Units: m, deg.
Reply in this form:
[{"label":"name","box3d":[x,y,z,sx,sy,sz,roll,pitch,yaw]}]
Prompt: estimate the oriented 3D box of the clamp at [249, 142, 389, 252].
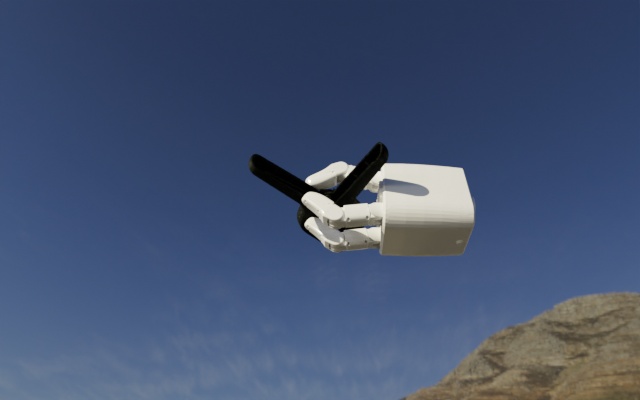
[{"label":"clamp","box3d":[0.000,0.002,0.626,0.164,0.036,0.210,1,-37,4]}]
